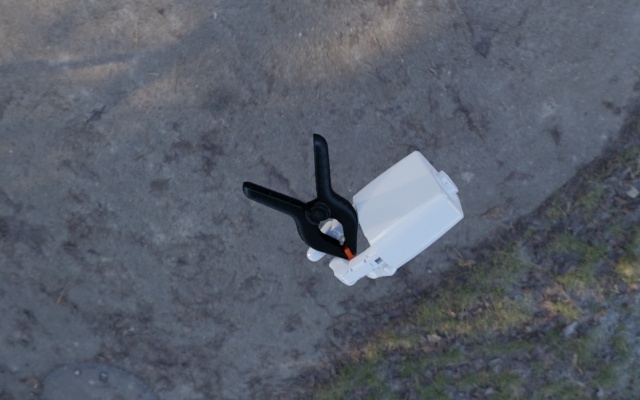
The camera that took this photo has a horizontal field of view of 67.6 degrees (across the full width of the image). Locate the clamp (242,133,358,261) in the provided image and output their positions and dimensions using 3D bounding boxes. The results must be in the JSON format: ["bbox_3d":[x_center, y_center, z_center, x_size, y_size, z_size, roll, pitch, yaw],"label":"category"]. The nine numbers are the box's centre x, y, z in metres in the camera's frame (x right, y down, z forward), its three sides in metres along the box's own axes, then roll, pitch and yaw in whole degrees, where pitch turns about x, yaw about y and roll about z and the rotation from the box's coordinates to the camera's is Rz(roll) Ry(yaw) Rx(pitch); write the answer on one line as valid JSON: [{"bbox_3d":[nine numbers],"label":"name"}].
[{"bbox_3d":[0.000,0.002,0.604,0.120,0.171,0.039,-40,22,19],"label":"clamp"}]
